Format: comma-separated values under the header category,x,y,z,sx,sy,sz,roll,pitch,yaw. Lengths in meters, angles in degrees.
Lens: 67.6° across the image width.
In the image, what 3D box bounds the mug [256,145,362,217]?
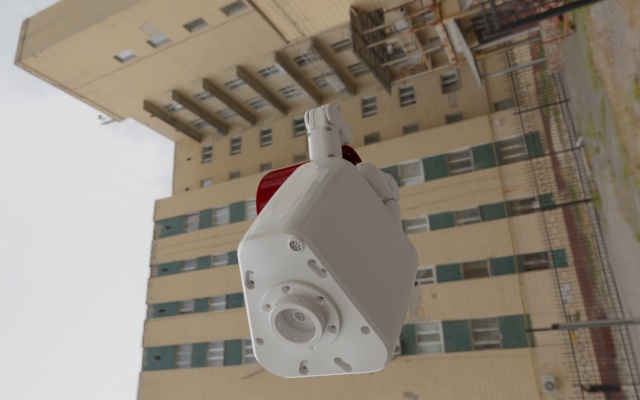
category,x,y,z,sx,sy,sz,roll,pitch,yaw
mug,0.000,0.001,0.435,0.081,0.093,0.117,-13,17,23
